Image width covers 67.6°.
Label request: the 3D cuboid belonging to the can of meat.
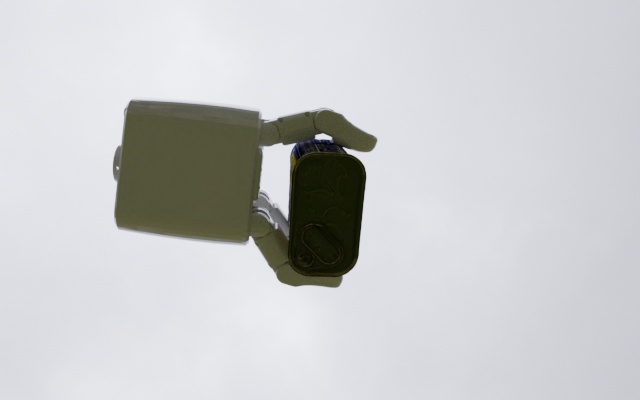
[{"bbox_3d":[0.000,0.001,0.408,0.057,0.102,0.084,2,17,-7],"label":"can of meat"}]
